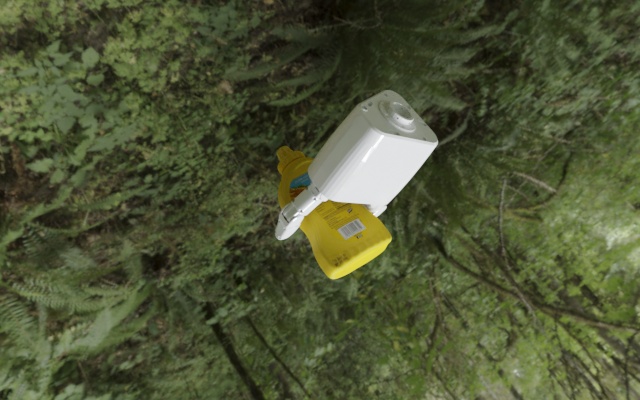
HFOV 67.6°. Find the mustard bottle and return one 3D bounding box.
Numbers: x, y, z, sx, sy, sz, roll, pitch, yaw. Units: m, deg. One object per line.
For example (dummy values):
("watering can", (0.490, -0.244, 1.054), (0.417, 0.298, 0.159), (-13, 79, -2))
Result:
("mustard bottle", (0.000, 0.002, 0.625), (0.096, 0.191, 0.058), (-27, -22, -25))
